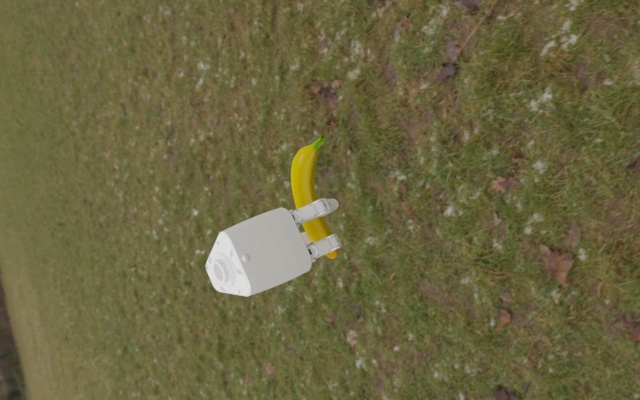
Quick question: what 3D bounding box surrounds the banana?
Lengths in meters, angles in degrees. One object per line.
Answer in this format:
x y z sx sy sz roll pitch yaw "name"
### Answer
-0.013 -0.002 0.770 0.037 0.198 0.069 -18 15 -42 "banana"
